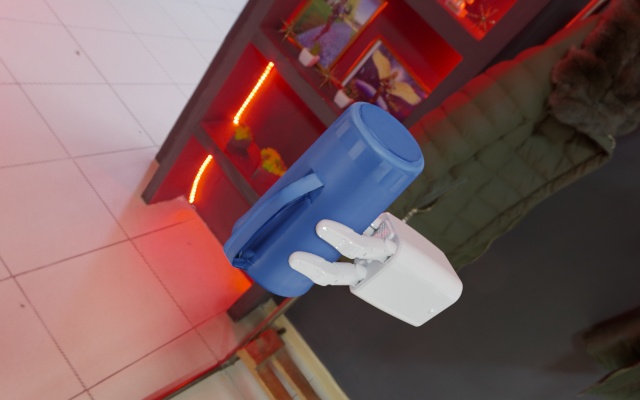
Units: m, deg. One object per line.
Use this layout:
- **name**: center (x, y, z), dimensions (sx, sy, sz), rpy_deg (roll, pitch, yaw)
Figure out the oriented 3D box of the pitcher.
- **pitcher**: center (0.000, 0.002, 0.575), dimensions (0.145, 0.243, 0.149), rpy_deg (33, 32, -18)
